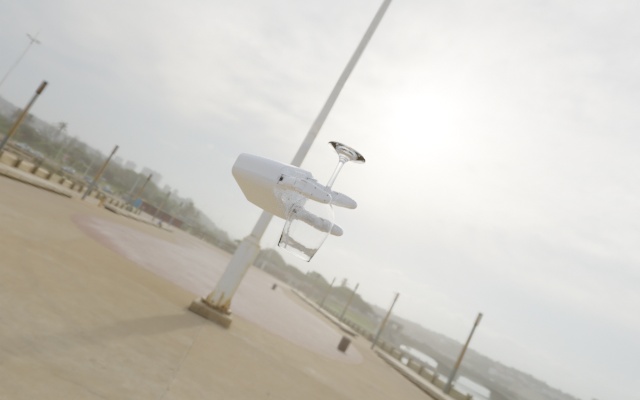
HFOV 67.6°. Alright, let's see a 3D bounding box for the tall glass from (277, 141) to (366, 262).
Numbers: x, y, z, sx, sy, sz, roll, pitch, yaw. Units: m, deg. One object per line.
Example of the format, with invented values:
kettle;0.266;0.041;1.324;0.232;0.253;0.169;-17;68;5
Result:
tall glass;0.001;0.002;0.815;0.079;0.201;0.079;27;-10;5
